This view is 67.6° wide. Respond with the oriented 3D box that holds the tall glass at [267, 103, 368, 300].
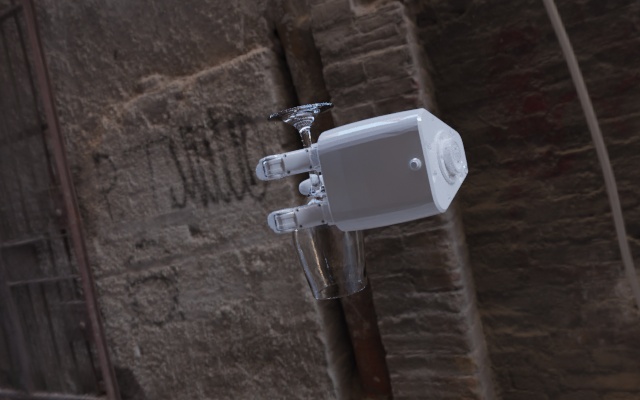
[{"bbox_3d":[0.000,0.001,0.520,0.079,0.201,0.079,-12,2,0],"label":"tall glass"}]
